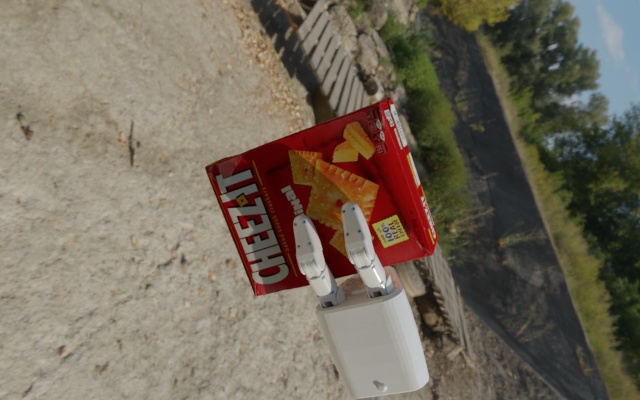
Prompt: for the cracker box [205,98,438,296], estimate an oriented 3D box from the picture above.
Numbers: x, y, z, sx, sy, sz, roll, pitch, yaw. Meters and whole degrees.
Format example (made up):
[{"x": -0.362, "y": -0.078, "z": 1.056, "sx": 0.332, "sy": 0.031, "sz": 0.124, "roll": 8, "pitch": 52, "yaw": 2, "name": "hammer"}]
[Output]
[{"x": 0.000, "y": 0.002, "z": 0.526, "sx": 0.214, "sy": 0.164, "sz": 0.072, "roll": -17, "pitch": 8, "yaw": 21, "name": "cracker box"}]
